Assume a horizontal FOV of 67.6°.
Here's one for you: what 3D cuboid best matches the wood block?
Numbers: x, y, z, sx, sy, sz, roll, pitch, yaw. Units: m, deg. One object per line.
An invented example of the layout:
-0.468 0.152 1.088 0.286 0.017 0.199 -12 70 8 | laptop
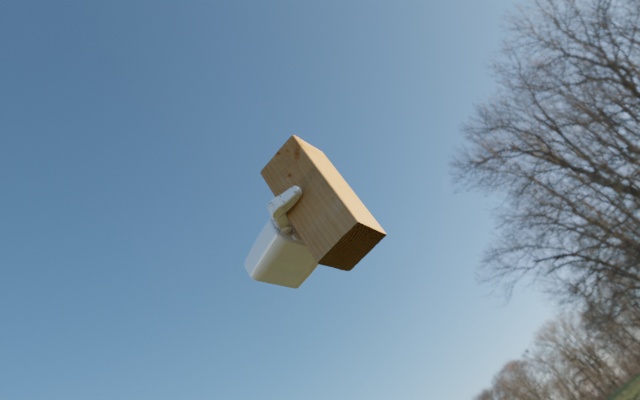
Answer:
0.000 0.003 0.766 0.091 0.090 0.206 23 25 -51 | wood block
